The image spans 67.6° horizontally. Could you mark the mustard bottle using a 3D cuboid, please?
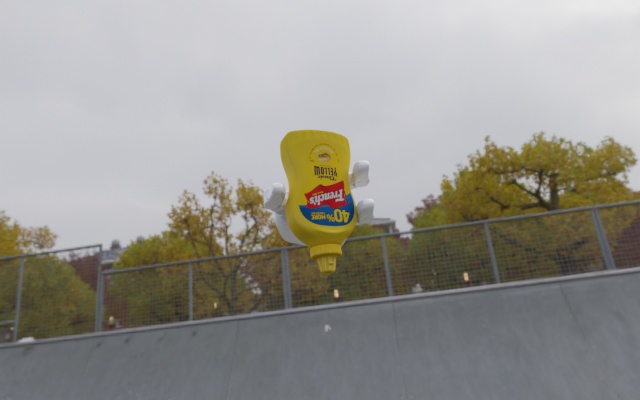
[{"bbox_3d":[0.000,0.002,0.639,0.096,0.191,0.058,3,-20,-25],"label":"mustard bottle"}]
